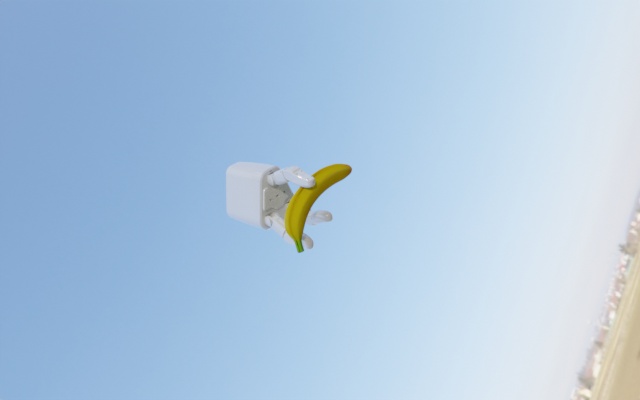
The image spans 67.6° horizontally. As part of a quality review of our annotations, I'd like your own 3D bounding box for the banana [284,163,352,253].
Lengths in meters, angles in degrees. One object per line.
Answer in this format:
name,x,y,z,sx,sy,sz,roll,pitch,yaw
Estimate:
banana,-0.011,-0.007,0.838,0.037,0.197,0.070,6,-36,44
